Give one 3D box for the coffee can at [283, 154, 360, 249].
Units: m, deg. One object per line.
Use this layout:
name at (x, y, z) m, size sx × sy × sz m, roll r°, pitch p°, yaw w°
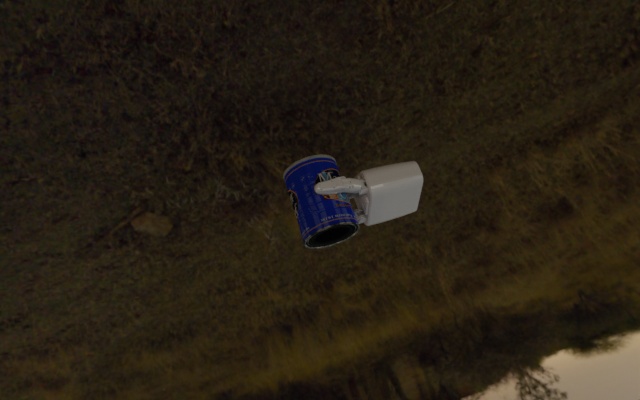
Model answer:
coffee can at (0.000, 0.003, 0.862) m, size 0.103 × 0.140 × 0.103 m, roll -16°, pitch -23°, yaw -7°
